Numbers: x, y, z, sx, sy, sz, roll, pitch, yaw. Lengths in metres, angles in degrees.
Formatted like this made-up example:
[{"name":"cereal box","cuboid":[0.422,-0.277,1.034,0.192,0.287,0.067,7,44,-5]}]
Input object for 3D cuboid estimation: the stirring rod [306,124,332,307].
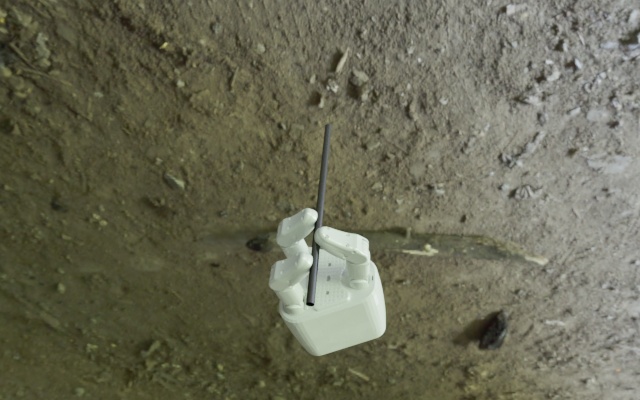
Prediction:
[{"name":"stirring rod","cuboid":[0.000,0.002,0.508,0.011,0.239,0.011,3,-40,3]}]
